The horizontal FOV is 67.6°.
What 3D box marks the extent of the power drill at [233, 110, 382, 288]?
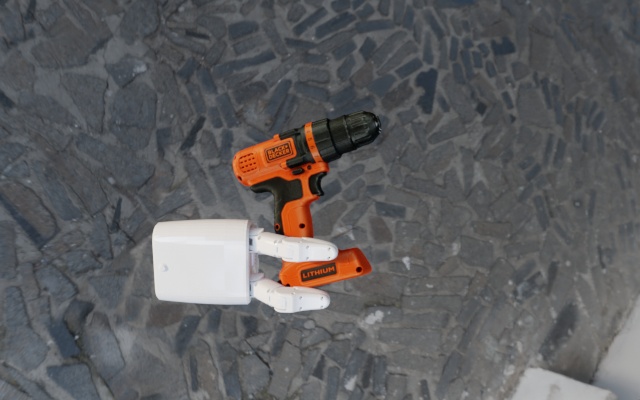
[{"bbox_3d":[0.000,0.002,0.557,0.184,0.187,0.057,-17,-10,16],"label":"power drill"}]
